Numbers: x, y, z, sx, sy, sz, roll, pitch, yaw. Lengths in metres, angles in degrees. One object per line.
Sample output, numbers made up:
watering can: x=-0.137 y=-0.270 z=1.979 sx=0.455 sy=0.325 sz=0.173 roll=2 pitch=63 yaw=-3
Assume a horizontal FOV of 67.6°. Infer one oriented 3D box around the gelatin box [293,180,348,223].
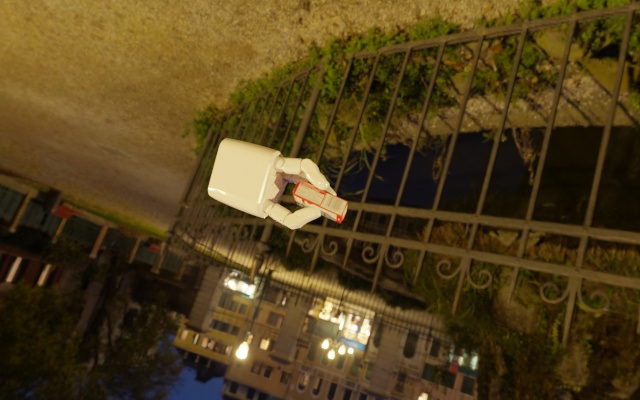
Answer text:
gelatin box: x=0.000 y=0.003 z=0.798 sx=0.089 sy=0.030 sz=0.073 roll=24 pitch=-11 yaw=7
